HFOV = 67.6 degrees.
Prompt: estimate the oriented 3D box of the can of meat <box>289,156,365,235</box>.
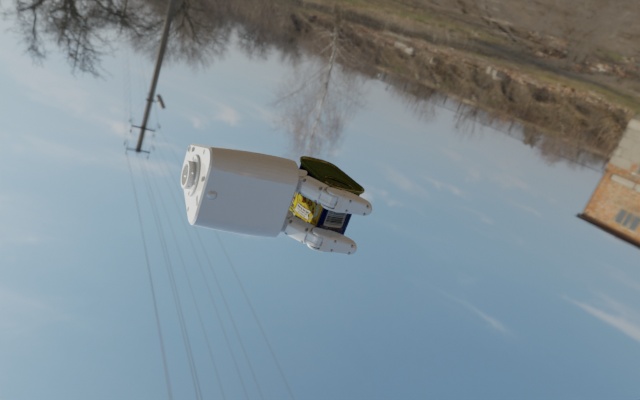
[{"bbox_3d":[0.000,0.002,0.614,0.057,0.084,0.102,8,22,-34],"label":"can of meat"}]
